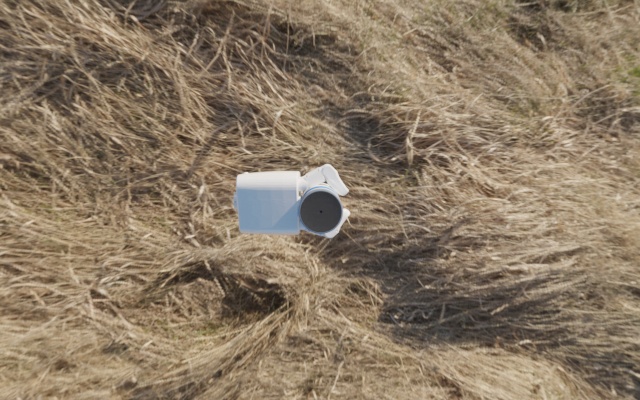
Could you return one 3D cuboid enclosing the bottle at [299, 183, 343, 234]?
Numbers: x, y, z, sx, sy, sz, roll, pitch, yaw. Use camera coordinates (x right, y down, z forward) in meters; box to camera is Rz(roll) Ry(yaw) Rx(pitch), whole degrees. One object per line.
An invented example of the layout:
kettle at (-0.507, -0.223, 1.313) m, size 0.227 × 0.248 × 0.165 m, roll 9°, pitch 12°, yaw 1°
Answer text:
bottle at (0.000, 0.003, 0.851) m, size 0.069 × 0.069 × 0.295 m, roll 0°, pitch 5°, yaw 0°
